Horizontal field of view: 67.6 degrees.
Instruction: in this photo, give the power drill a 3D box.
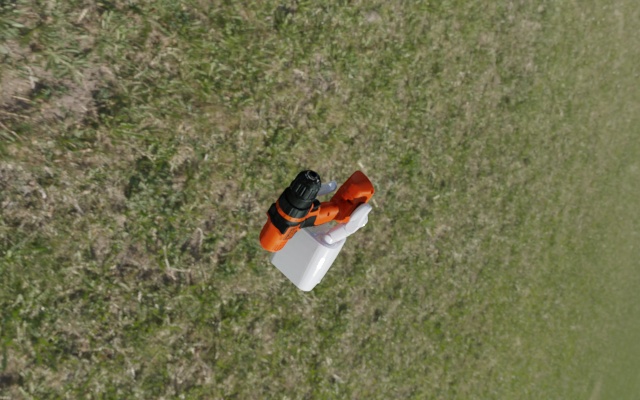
[{"bbox_3d":[0.000,0.003,0.790,0.187,0.057,0.184,-15,-27,-40],"label":"power drill"}]
